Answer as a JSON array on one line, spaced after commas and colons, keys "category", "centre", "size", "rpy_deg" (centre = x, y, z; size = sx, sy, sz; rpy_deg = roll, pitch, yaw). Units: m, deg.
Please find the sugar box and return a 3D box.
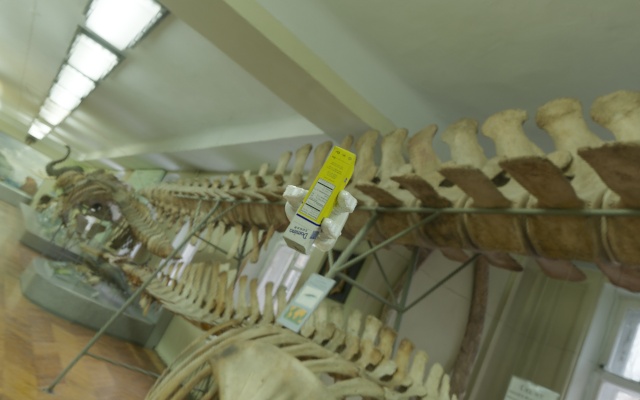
[{"category": "sugar box", "centre": [0.001, 0.003, 0.803], "size": [0.048, 0.176, 0.093], "rpy_deg": [25, -13, 8]}]
